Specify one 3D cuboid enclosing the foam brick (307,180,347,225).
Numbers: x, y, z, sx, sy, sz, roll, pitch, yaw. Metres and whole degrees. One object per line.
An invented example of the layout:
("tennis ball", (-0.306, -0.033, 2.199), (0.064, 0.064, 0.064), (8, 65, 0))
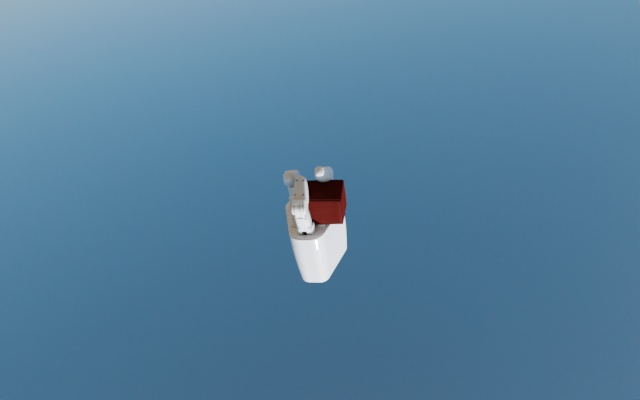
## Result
("foam brick", (0.000, 0.002, 0.761), (0.078, 0.051, 0.053), (-1, 39, 12))
